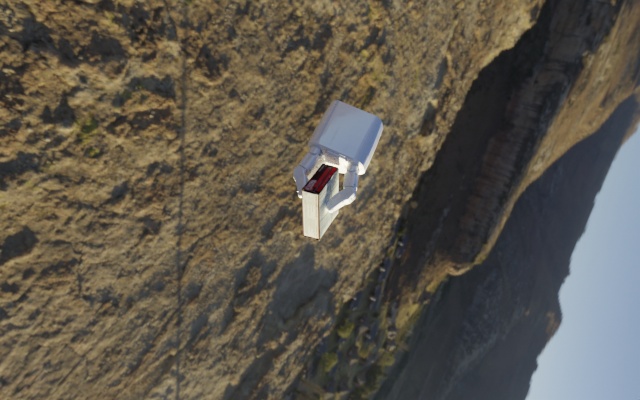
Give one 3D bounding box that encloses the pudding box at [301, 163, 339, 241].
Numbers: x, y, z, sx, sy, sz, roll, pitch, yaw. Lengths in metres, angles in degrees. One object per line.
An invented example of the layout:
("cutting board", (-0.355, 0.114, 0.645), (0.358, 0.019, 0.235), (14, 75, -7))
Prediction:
("pudding box", (0.000, 0.003, 0.875), (0.039, 0.114, 0.090), (15, 41, 21))
